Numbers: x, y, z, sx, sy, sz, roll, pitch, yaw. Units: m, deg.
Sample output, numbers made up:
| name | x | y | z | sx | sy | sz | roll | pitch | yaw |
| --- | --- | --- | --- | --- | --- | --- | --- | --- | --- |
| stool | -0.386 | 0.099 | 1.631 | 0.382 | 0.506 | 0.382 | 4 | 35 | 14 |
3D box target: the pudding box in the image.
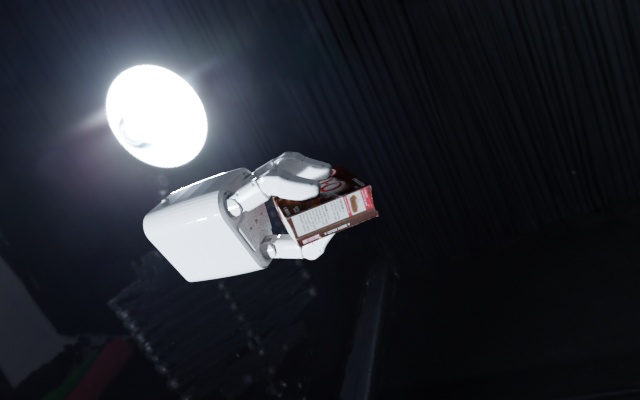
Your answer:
| name | x | y | z | sx | sy | sz | roll | pitch | yaw |
| --- | --- | --- | --- | --- | --- | --- | --- | --- | --- |
| pudding box | 0.000 | 0.002 | 0.510 | 0.090 | 0.039 | 0.113 | -22 | 21 | -7 |
